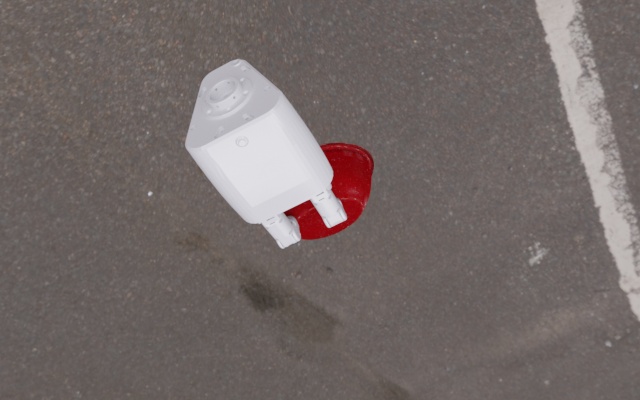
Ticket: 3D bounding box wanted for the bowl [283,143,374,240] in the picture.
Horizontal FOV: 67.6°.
[{"bbox_3d":[0.001,0.003,0.588,0.162,0.055,0.162,-17,-29,-10],"label":"bowl"}]
